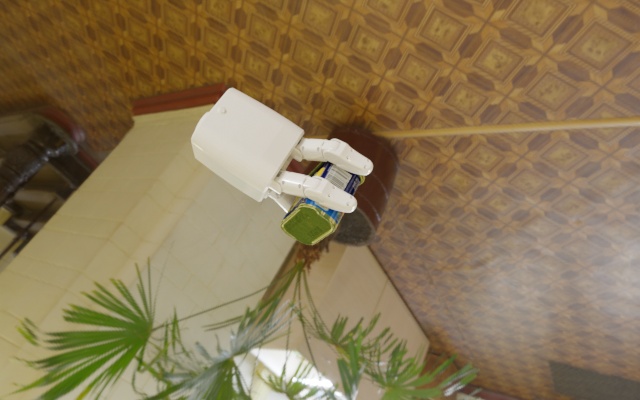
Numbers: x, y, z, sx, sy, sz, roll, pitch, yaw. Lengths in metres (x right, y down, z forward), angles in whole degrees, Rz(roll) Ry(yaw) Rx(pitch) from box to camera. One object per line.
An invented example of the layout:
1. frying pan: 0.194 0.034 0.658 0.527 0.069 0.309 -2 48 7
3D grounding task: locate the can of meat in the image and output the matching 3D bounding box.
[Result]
1. can of meat: 0.000 0.002 0.601 0.057 0.084 0.102 35 -30 -8
